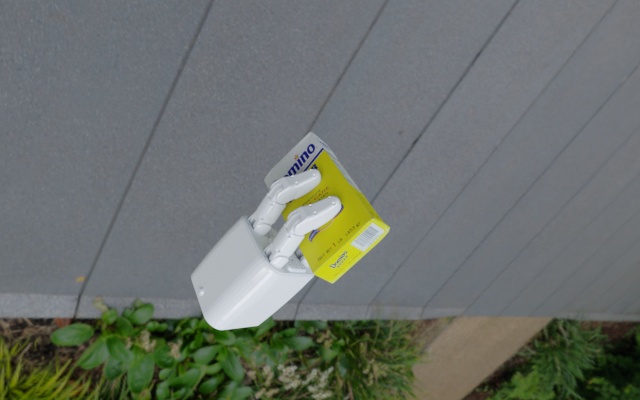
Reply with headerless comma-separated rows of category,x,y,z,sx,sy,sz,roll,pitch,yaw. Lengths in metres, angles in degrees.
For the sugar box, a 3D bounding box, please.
sugar box,0.000,0.002,0.575,0.048,0.093,0.176,34,16,-47
